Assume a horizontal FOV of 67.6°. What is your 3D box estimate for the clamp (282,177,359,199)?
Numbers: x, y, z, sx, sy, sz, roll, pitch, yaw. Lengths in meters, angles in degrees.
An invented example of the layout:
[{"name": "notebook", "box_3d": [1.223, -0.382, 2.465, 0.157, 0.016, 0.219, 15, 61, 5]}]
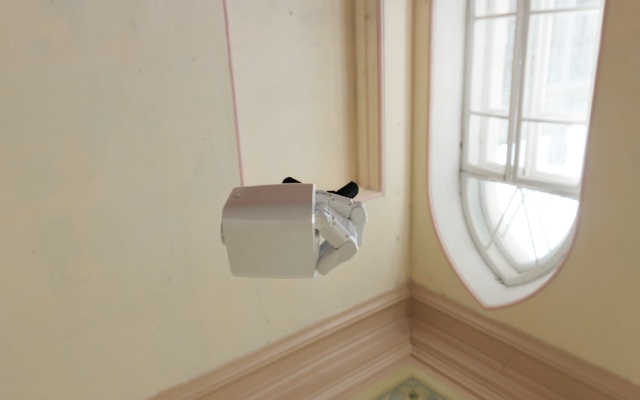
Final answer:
[{"name": "clamp", "box_3d": [0.000, 0.003, 0.681, 0.120, 0.039, 0.171, 1, 18, 0]}]
